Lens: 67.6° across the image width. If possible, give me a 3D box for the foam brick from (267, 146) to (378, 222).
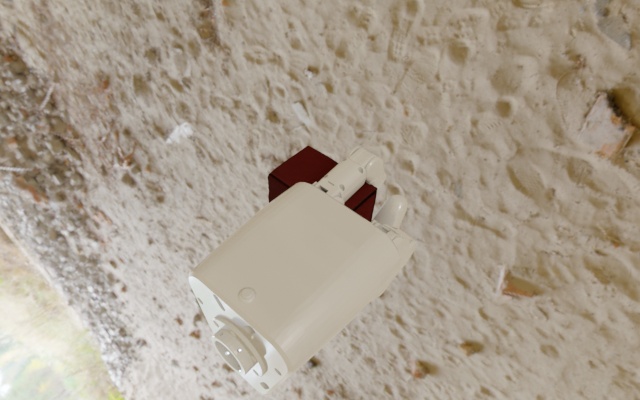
[{"bbox_3d":[0.000,0.001,0.400,0.078,0.053,0.051,34,55,25],"label":"foam brick"}]
